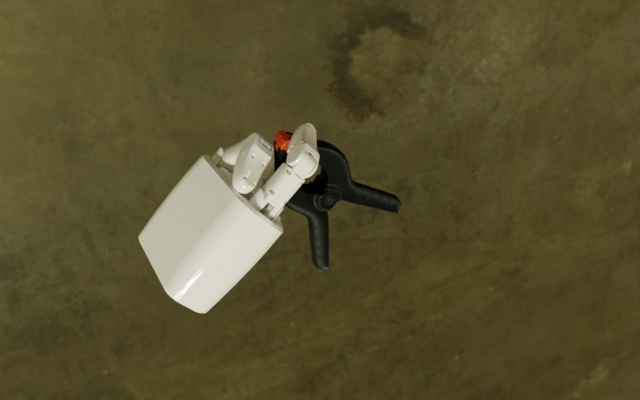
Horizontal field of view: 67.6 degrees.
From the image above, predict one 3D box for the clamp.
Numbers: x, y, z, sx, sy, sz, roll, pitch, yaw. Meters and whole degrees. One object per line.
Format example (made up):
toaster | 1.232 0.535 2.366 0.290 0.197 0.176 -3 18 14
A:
clamp | 0.000 0.002 0.504 0.171 0.120 0.039 40 2 -32
